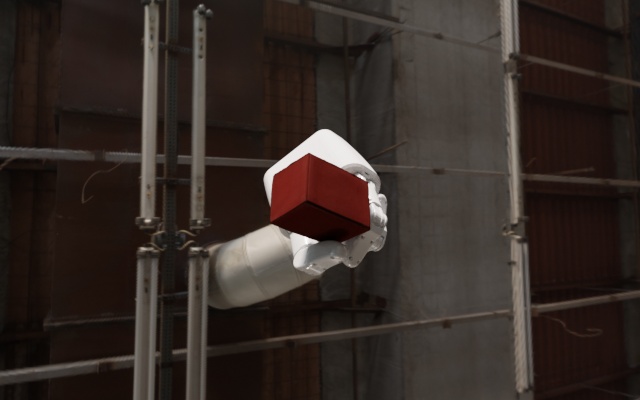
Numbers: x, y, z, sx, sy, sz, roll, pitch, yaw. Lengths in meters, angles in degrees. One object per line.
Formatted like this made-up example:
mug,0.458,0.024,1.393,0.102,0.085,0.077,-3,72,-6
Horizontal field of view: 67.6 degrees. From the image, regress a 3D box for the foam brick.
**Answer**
foam brick,0.000,0.001,0.432,0.078,0.051,0.053,24,-36,-36
